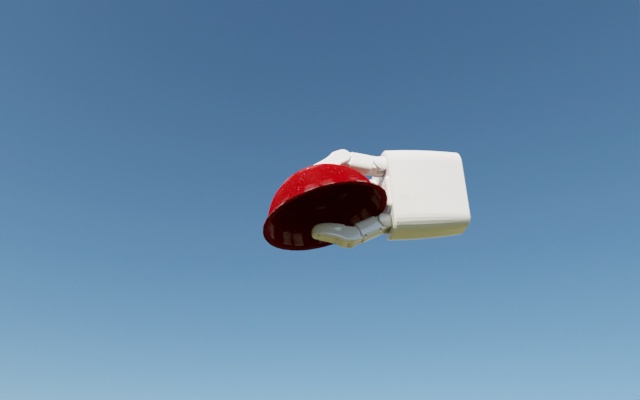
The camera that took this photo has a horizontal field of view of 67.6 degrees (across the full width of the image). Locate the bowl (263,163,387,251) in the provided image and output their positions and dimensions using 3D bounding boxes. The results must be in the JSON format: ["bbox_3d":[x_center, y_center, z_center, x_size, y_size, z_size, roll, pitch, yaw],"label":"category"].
[{"bbox_3d":[-0.001,0.002,0.606,0.162,0.055,0.162,-14,-29,-8],"label":"bowl"}]
